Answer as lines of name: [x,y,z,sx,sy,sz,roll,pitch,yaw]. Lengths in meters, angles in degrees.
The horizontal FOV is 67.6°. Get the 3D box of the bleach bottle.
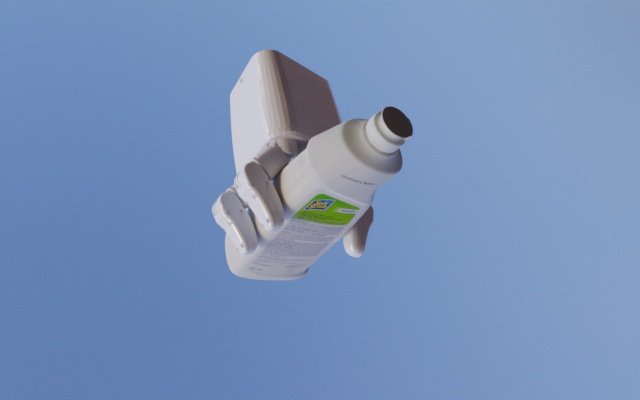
bleach bottle: [0.000,0.001,0.442,0.102,0.068,0.251,6,-30,-32]
